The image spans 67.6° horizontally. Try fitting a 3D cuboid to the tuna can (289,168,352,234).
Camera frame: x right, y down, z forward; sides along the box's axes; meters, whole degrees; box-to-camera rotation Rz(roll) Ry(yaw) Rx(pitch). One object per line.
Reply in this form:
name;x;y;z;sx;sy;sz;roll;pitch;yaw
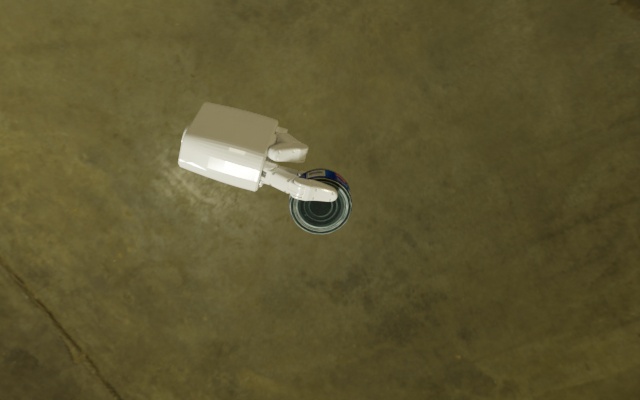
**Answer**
tuna can;0.000;0.002;0.648;0.086;0.086;0.033;0;23;-1
